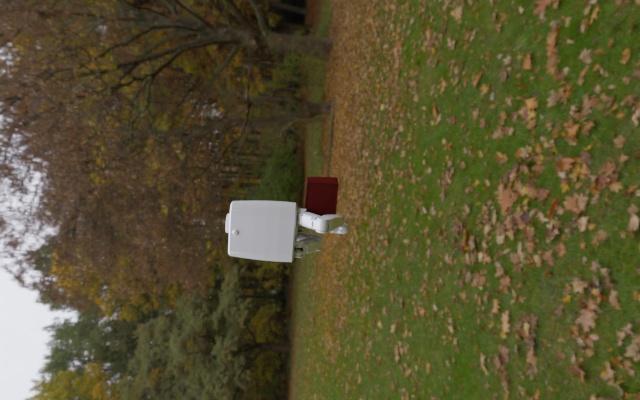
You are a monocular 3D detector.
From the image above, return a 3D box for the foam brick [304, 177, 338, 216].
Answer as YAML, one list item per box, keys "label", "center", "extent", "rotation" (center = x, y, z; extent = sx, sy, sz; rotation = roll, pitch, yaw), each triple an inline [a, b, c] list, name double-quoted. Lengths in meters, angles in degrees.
- label: "foam brick"
  center: [0.000, 0.002, 0.792]
  extent: [0.051, 0.078, 0.053]
  rotation: [4, 13, -3]
